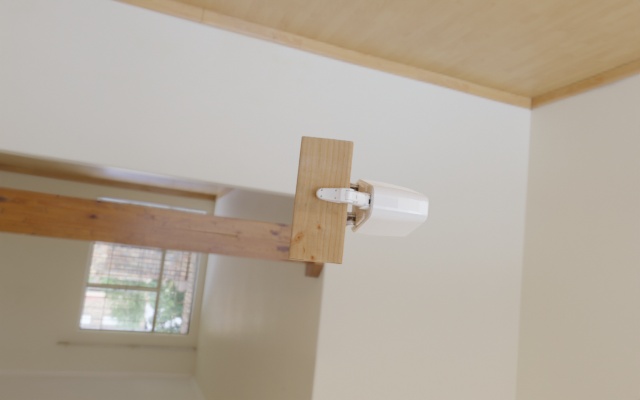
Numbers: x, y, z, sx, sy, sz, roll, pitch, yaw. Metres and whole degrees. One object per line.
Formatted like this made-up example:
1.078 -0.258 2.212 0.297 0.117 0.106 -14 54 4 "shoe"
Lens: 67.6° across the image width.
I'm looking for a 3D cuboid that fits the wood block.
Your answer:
0.001 0.003 0.827 0.090 0.206 0.091 6 -8 -2 "wood block"
